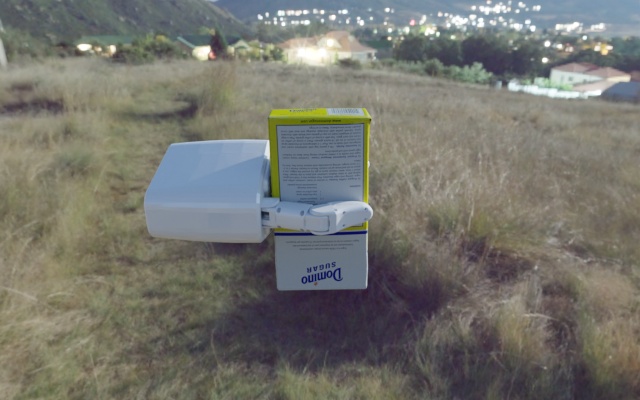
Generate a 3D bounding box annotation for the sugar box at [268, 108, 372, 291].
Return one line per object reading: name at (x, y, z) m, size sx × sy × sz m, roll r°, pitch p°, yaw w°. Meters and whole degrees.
sugar box at (0.000, 0.001, 0.466) m, size 0.093 × 0.176 × 0.048 m, roll 0°, pitch 23°, yaw 0°
